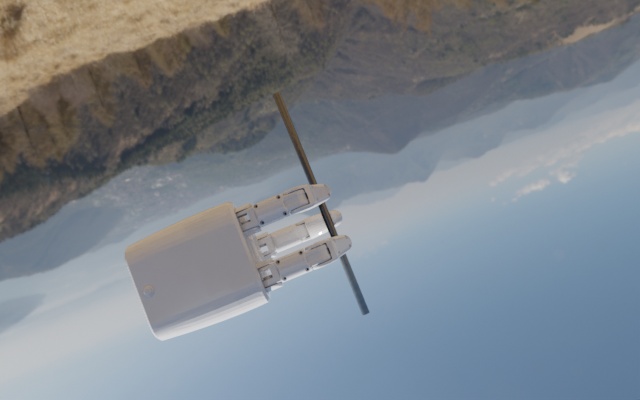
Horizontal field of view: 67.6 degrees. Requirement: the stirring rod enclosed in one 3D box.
[{"bbox_3d":[0.000,0.002,0.483,0.011,0.239,0.011,-22,-4,-2],"label":"stirring rod"}]
